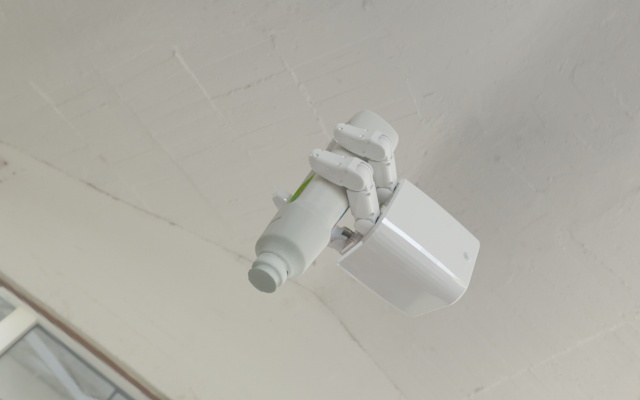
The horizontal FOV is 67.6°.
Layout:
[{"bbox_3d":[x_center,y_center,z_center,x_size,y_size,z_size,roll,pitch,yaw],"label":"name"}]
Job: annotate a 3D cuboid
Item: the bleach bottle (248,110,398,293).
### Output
[{"bbox_3d":[0.000,0.001,0.491,0.103,0.068,0.250,-50,2,44],"label":"bleach bottle"}]
